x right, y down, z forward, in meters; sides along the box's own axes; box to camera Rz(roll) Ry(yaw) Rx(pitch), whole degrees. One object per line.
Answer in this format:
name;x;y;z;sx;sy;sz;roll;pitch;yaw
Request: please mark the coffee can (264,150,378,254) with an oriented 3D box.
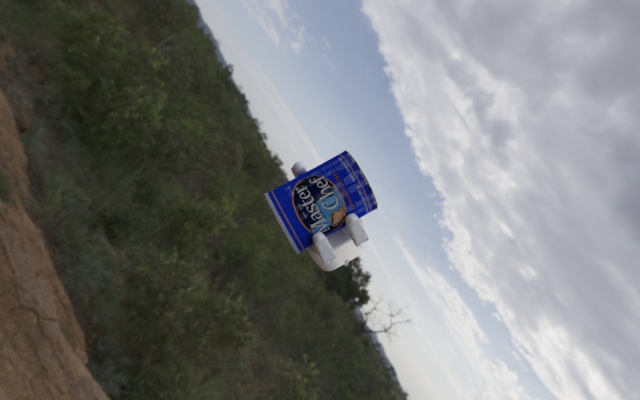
coffee can;0.000;0.002;0.719;0.140;0.103;0.103;-29;2;-4
